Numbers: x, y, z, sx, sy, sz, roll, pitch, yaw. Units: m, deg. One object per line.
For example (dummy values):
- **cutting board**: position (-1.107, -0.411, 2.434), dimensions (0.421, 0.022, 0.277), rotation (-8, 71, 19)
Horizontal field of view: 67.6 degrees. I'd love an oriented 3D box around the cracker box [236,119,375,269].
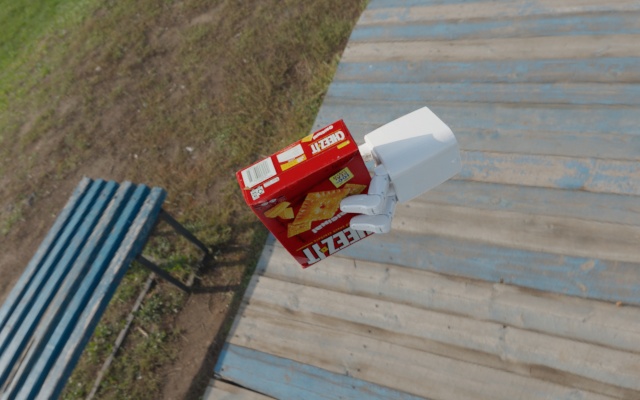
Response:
- **cracker box**: position (0.000, 0.002, 0.707), dimensions (0.164, 0.072, 0.214), rotation (-27, -37, 3)
